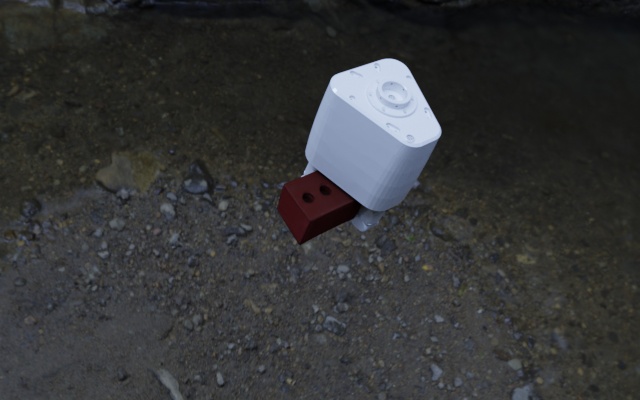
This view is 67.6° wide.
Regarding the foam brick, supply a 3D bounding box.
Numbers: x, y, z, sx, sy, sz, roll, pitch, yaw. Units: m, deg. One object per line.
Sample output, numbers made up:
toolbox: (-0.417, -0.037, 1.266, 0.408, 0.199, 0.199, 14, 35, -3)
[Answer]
foam brick: (0.000, 0.002, 0.520, 0.078, 0.053, 0.051, -25, -23, -27)
